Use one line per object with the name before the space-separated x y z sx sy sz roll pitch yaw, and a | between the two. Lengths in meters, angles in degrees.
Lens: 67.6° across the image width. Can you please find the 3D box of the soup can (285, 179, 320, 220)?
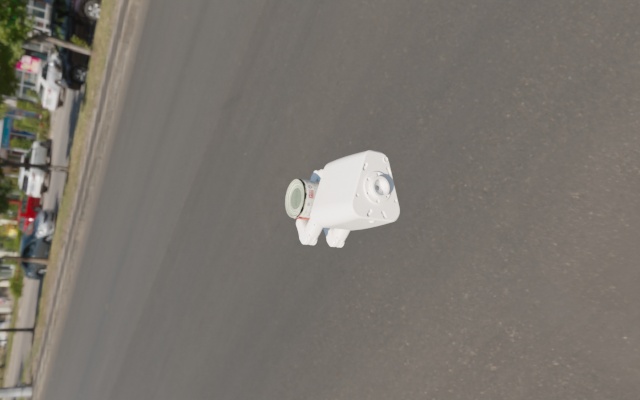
soup can | 0.000 0.003 0.810 0.102 0.068 0.068 8 -4 -31
